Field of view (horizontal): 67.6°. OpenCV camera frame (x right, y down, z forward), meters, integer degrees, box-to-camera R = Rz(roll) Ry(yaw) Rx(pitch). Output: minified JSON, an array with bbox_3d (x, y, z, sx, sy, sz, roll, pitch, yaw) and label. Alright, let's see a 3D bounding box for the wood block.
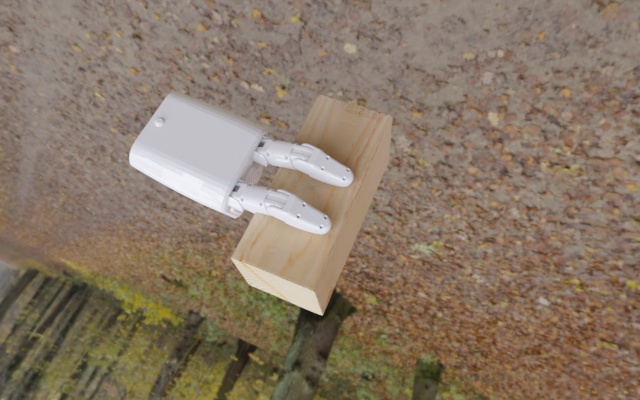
[{"bbox_3d":[0.000,0.002,0.513,0.090,0.206,0.091,20,-24,14],"label":"wood block"}]
